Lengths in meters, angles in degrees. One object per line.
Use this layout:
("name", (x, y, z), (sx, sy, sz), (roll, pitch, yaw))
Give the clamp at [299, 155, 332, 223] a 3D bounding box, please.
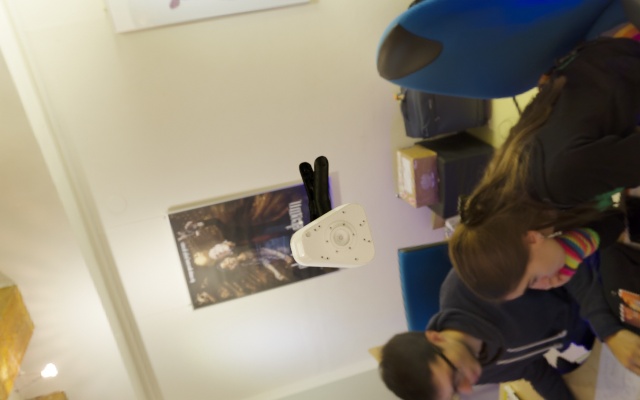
("clamp", (0.000, 0.003, 0.834), (0.039, 0.171, 0.120), (-13, -6, -12))
